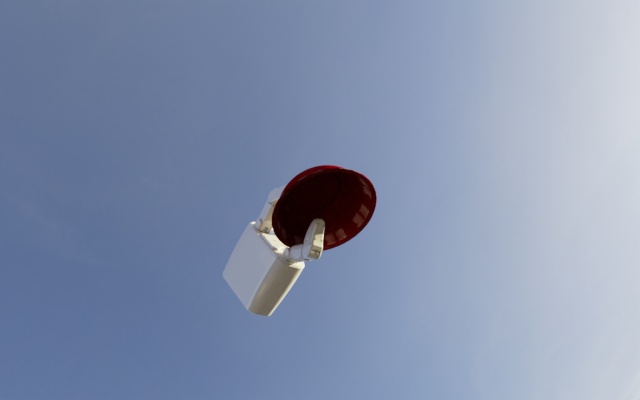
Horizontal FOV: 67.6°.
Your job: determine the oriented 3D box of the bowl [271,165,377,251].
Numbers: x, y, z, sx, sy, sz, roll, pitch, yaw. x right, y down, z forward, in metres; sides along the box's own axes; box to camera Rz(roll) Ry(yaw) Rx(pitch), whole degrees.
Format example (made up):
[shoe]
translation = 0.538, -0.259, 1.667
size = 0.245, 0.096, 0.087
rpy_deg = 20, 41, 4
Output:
[bowl]
translation = 0.001, 0.001, 0.719
size = 0.162, 0.162, 0.055
rpy_deg = 0, 40, -22
